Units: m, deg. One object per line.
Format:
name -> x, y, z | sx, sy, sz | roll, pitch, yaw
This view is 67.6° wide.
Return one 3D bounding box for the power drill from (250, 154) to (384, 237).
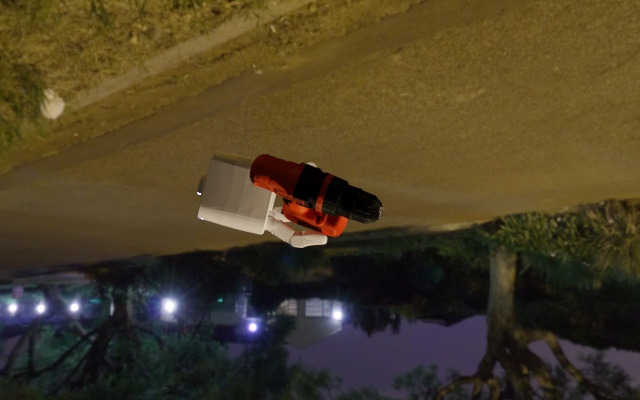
power drill -> 0.000, 0.002, 0.694 | 0.184, 0.057, 0.188 | 22, -13, 10
